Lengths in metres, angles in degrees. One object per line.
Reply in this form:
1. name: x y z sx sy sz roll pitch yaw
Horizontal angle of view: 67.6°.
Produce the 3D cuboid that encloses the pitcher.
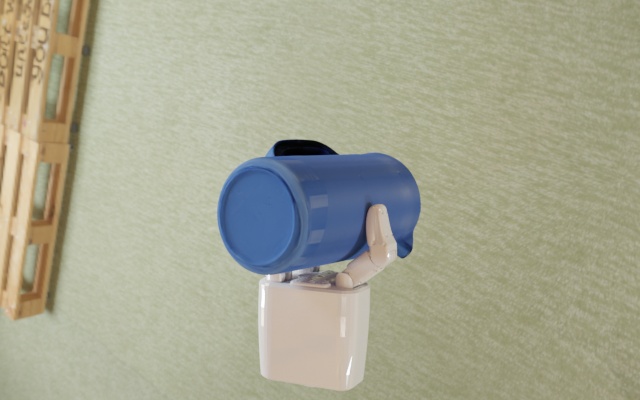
1. pitcher: 0.000 0.002 0.530 0.149 0.145 0.243 5 5 32
